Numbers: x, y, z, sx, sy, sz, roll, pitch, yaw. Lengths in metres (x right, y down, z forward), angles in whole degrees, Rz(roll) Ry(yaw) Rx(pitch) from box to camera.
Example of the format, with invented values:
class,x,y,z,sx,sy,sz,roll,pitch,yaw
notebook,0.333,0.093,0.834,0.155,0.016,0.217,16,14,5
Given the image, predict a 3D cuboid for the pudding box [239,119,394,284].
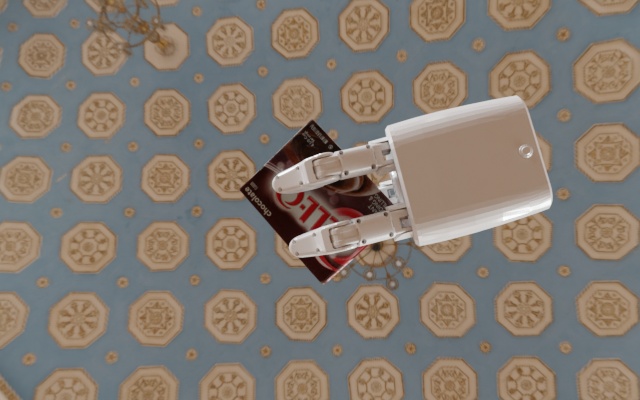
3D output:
class,x,y,z,sx,sy,sz,roll,pitch,yaw
pudding box,0.000,0.001,0.418,0.090,0.113,0.039,-43,-10,5
